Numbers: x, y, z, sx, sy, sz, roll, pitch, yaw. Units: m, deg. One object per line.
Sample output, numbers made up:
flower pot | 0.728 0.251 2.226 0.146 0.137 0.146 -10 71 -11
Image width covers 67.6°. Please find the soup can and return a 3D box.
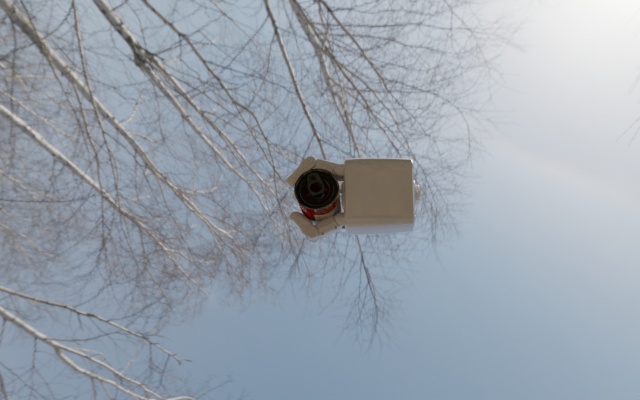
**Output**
soup can | 0.000 0.003 0.757 0.068 0.068 0.102 0 -24 8
